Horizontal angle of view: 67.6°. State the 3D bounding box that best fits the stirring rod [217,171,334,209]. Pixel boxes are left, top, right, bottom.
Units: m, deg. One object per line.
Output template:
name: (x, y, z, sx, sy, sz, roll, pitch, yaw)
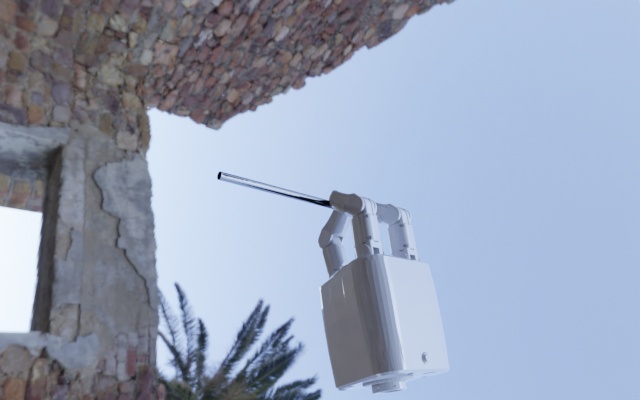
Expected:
stirring rod: (0.000, 0.002, 0.504, 0.239, 0.011, 0.011, 15, -9, -39)
